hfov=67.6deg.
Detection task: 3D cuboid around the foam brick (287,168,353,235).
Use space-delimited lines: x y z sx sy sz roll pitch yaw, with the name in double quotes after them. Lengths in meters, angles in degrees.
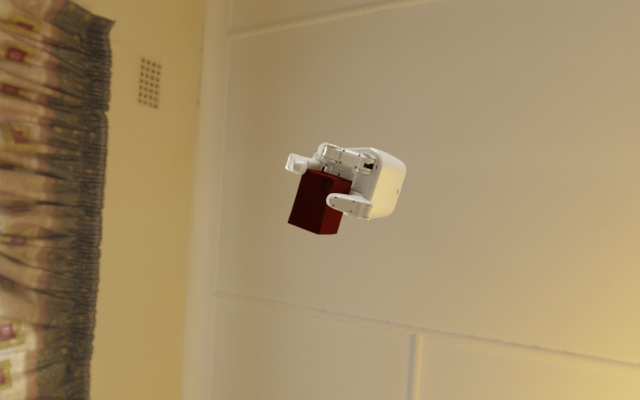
0.000 0.002 0.636 0.053 0.078 0.051 21 8 29 "foam brick"
